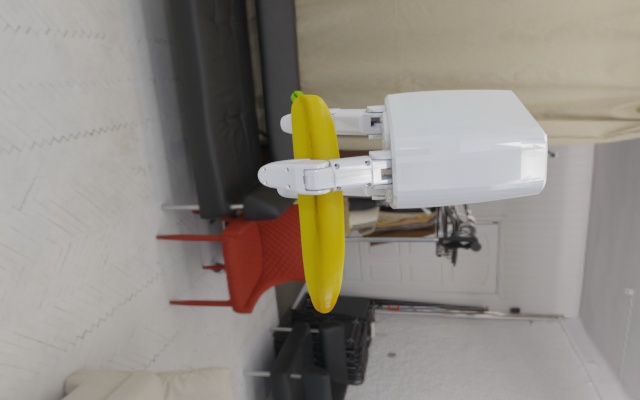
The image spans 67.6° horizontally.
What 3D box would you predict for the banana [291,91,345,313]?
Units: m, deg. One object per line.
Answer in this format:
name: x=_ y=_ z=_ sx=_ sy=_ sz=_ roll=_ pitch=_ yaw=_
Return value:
banana: x=0.000 y=-0.004 z=0.393 sx=0.037 sy=0.198 sz=0.069 roll=-5 pitch=-5 yaw=0
